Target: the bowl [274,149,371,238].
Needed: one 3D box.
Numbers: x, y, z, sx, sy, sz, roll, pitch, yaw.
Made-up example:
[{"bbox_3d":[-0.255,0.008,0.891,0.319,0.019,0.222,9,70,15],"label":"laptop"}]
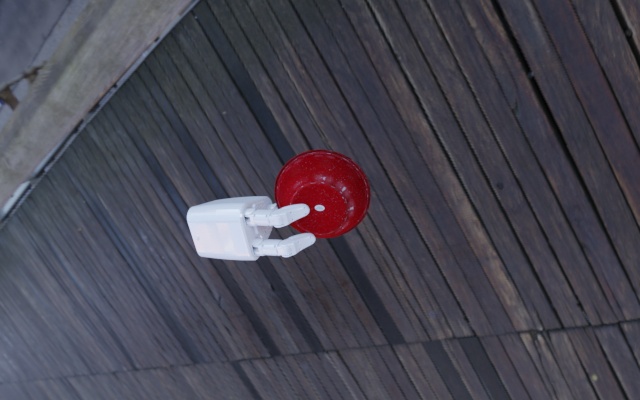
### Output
[{"bbox_3d":[0.001,0.002,0.769,0.162,0.162,0.055,0,25,6],"label":"bowl"}]
